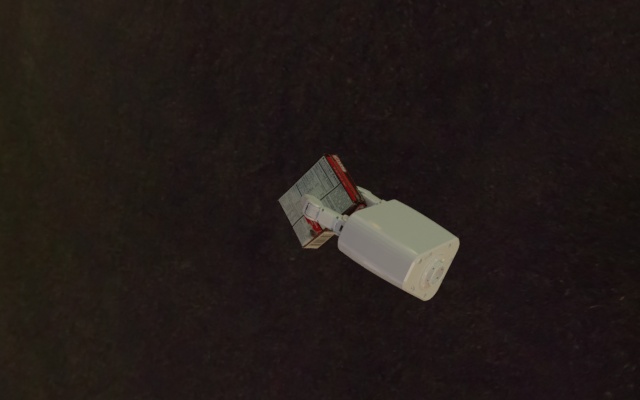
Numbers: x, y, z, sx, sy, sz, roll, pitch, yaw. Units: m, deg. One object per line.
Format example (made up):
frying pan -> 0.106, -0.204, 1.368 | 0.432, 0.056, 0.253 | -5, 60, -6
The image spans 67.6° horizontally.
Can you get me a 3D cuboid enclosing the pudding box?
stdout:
pudding box -> 0.000, 0.002, 0.680 | 0.113, 0.090, 0.039 | -42, -26, 27
